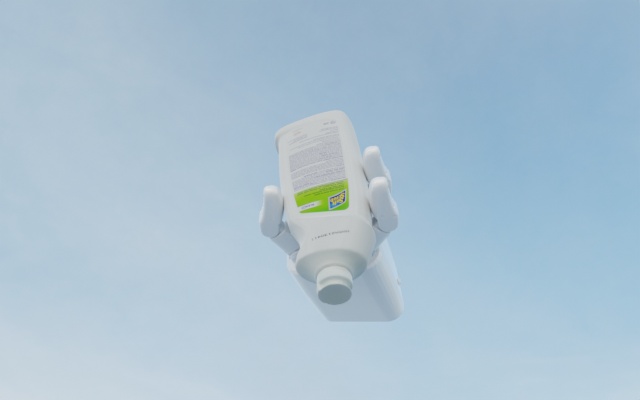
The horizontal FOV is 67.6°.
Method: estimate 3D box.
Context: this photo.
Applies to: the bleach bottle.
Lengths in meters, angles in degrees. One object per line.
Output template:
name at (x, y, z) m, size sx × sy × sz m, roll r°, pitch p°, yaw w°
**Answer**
bleach bottle at (0.000, 0.002, 0.497) m, size 0.102 × 0.068 × 0.250 m, roll -19°, pitch 38°, yaw 13°
